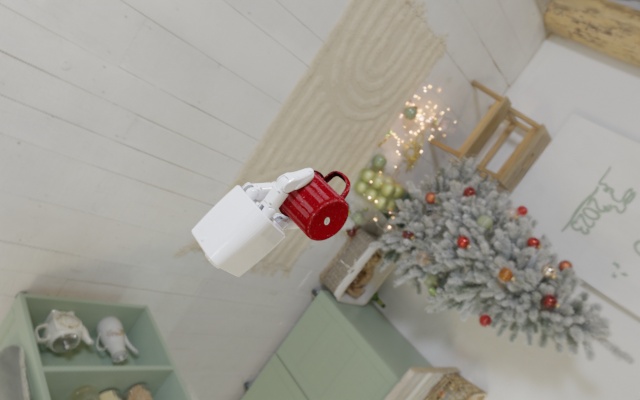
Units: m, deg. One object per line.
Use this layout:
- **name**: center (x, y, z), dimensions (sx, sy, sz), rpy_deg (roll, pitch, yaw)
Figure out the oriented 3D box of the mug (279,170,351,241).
- **mug**: center (0.001, 0.002, 0.762), dimensions (0.081, 0.117, 0.093), rpy_deg (44, -4, 40)
